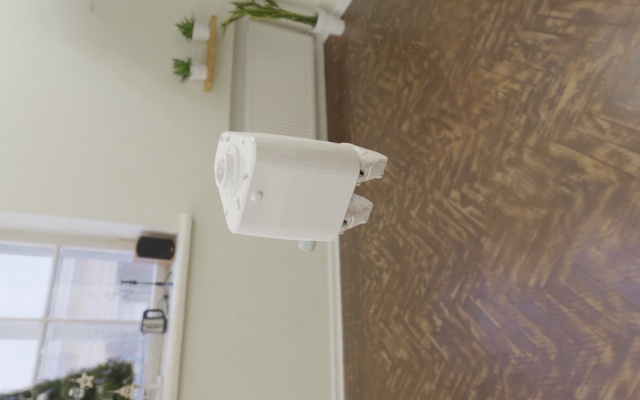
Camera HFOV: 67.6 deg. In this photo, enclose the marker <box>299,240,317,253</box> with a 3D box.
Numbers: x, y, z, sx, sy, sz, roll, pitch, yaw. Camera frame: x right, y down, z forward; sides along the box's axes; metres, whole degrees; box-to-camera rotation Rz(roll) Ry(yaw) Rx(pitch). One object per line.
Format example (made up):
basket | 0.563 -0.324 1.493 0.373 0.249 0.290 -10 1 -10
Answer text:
marker | 0.000 0.002 0.529 0.020 0.121 0.020 15 21 -6
